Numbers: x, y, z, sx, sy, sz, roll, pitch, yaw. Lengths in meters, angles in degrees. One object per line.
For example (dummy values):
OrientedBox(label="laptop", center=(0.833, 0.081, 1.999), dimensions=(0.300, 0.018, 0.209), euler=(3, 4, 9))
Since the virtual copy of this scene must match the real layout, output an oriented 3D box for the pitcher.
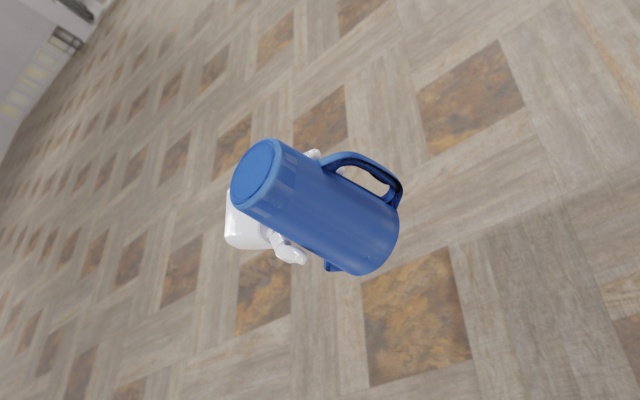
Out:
OrientedBox(label="pitcher", center=(0.000, 0.002, 0.693), dimensions=(0.243, 0.149, 0.145), euler=(30, -26, -36))
